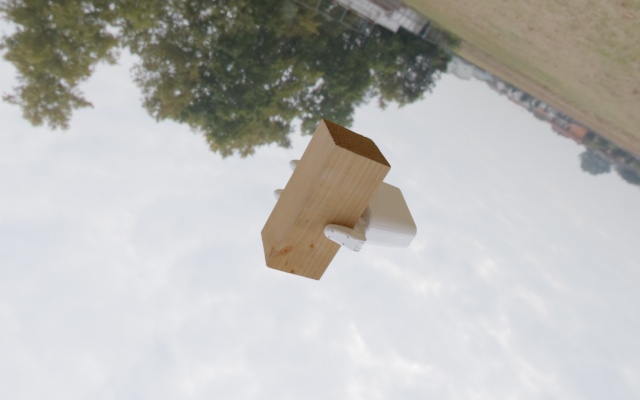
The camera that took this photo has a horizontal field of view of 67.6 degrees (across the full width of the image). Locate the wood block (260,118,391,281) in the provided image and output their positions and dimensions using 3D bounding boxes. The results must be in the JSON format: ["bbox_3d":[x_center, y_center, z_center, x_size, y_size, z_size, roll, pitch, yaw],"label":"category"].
[{"bbox_3d":[0.000,0.003,0.684,0.090,0.206,0.090,19,25,-24],"label":"wood block"}]
